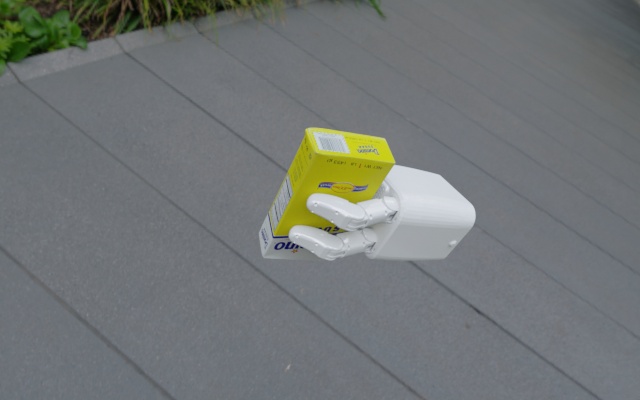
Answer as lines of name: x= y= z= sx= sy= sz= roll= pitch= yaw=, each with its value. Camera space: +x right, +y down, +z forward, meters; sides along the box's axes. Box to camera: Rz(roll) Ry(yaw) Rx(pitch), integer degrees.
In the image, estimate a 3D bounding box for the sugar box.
sugar box: x=0.000 y=0.002 z=0.534 sx=0.093 sy=0.048 sz=0.176 roll=5 pitch=-46 yaw=-24
